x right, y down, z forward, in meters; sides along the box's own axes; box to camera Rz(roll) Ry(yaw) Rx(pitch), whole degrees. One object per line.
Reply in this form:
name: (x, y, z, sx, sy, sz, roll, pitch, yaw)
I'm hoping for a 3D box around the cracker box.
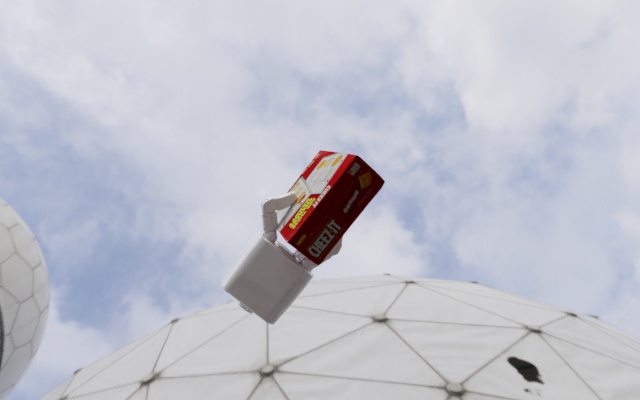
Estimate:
cracker box: (0.000, 0.002, 0.793, 0.072, 0.164, 0.213, 39, -3, -16)
